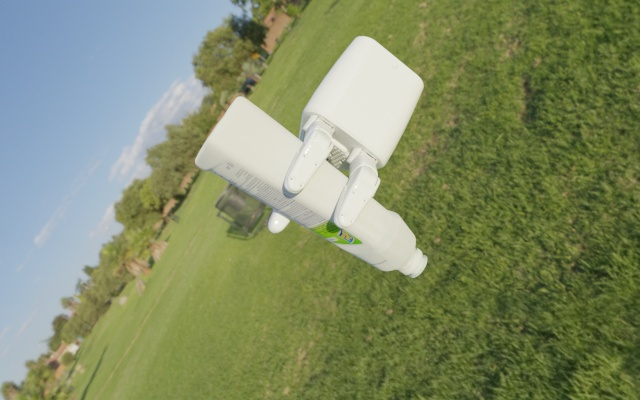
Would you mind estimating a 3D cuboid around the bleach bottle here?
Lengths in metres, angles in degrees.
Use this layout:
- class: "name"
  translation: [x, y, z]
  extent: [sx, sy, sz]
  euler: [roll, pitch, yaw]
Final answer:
- class: "bleach bottle"
  translation: [0.000, 0.002, 0.484]
  extent: [0.251, 0.068, 0.102]
  euler: [35, -18, -14]
